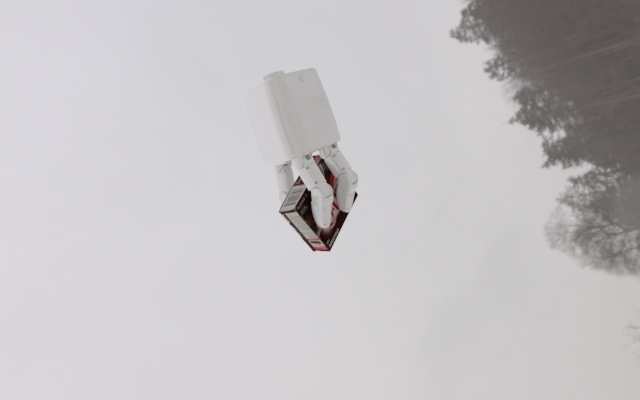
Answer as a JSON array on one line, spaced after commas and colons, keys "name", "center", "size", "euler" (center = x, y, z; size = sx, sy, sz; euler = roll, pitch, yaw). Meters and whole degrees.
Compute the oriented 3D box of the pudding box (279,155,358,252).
[{"name": "pudding box", "center": [0.000, 0.002, 0.677], "size": [0.039, 0.113, 0.090], "euler": [-6, -47, 44]}]
